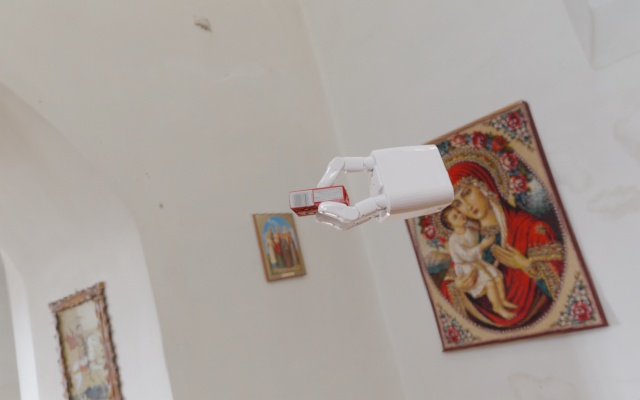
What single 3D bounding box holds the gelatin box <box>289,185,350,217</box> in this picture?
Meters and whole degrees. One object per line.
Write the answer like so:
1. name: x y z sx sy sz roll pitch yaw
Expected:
1. gelatin box: 0.000 0.002 0.758 0.089 0.030 0.073 -7 -12 6
